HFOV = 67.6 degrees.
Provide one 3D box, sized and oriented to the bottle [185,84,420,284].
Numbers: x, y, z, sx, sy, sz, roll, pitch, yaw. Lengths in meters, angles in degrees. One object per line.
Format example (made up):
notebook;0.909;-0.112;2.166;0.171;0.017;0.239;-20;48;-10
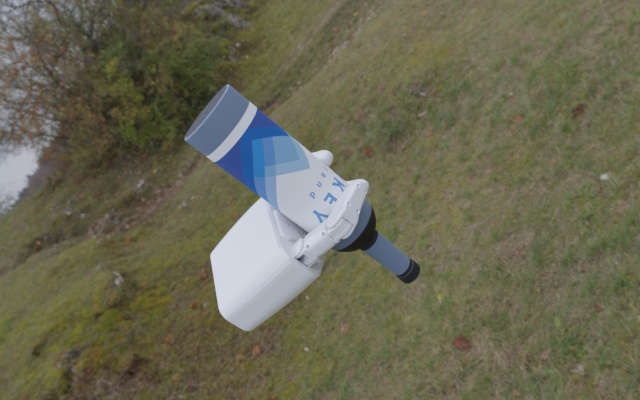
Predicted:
bottle;0.000;0.001;0.501;0.296;0.069;0.069;38;-17;-23
